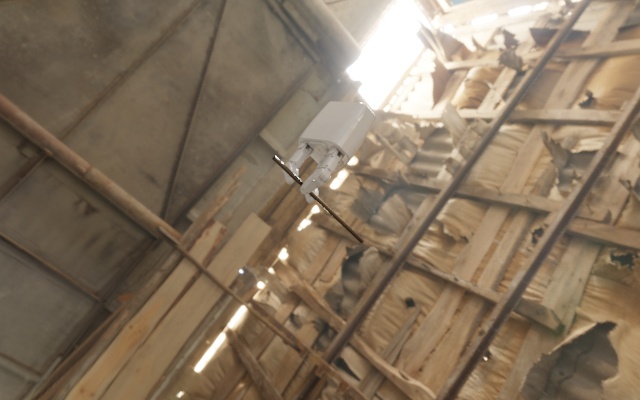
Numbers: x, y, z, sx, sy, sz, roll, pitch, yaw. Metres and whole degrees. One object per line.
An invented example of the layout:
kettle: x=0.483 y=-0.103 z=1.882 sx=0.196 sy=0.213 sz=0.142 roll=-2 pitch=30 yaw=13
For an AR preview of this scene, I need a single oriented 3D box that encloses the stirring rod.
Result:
stirring rod: x=0.000 y=0.003 z=0.865 sx=0.239 sy=0.011 sz=0.011 roll=44 pitch=-21 yaw=-23
